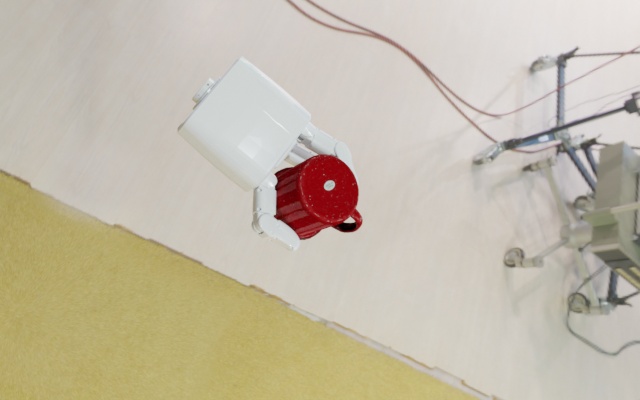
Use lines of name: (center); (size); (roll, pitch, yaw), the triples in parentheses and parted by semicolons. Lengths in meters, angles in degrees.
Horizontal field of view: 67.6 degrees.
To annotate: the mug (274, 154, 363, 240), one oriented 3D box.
mug: (0.001, 0.003, 0.564); (0.117, 0.093, 0.081); (38, -29, -18)
